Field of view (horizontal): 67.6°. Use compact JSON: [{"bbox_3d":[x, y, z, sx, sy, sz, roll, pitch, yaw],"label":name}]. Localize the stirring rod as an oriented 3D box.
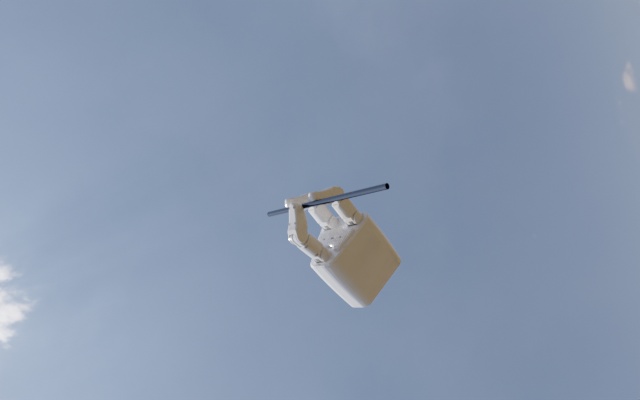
[{"bbox_3d":[0.000,0.002,0.664,0.011,0.011,0.239,0,-9,-43],"label":"stirring rod"}]
